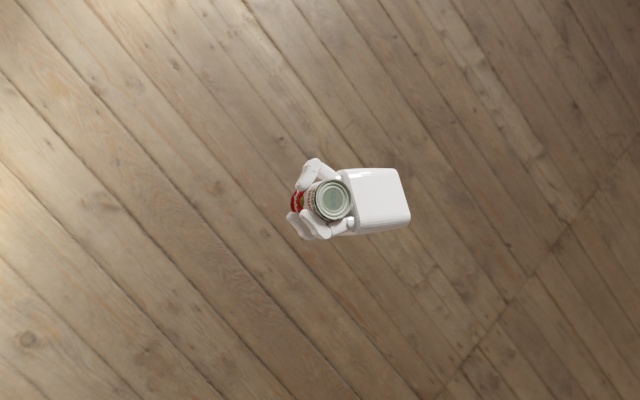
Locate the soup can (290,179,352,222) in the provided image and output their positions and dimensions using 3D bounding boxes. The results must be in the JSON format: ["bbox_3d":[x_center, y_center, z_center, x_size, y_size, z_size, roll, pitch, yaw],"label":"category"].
[{"bbox_3d":[0.000,0.002,0.789,0.068,0.068,0.102,0,-5,-25],"label":"soup can"}]
